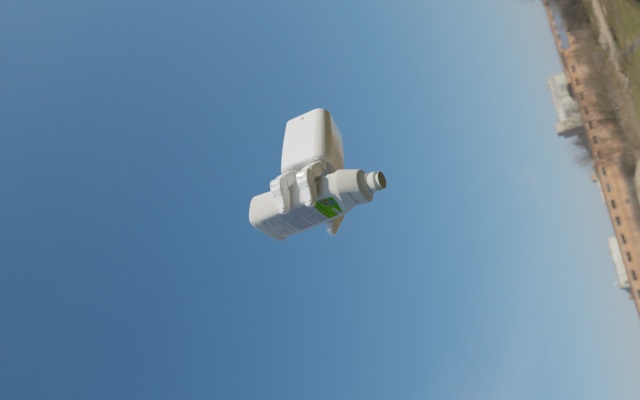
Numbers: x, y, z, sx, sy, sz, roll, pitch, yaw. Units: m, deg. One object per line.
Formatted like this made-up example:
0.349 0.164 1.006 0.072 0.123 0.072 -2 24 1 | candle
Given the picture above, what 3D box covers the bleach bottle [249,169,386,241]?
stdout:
0.000 0.003 0.820 0.251 0.068 0.103 -17 -34 32 | bleach bottle
